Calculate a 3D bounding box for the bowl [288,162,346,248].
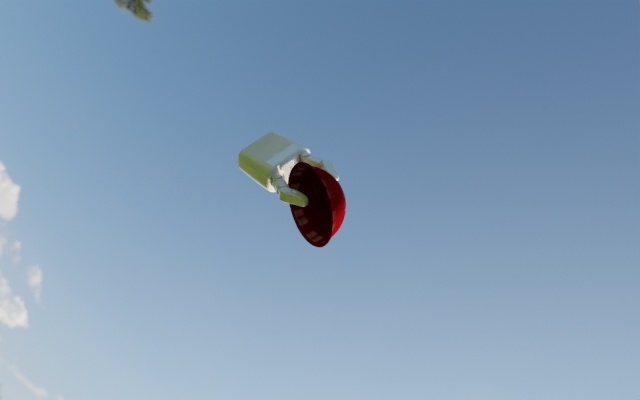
[{"bbox_3d":[0.001,0.004,0.888,0.055,0.162,0.162,-15,7,-29],"label":"bowl"}]
